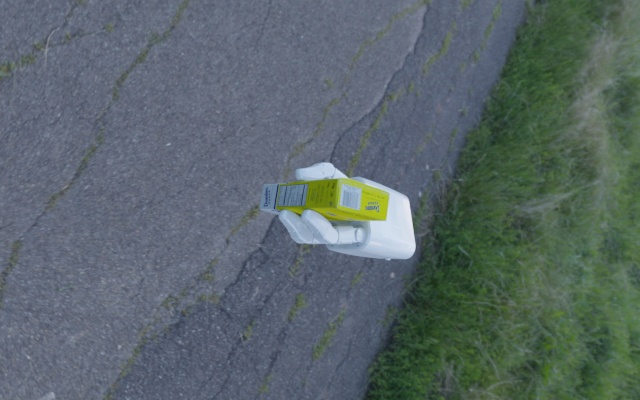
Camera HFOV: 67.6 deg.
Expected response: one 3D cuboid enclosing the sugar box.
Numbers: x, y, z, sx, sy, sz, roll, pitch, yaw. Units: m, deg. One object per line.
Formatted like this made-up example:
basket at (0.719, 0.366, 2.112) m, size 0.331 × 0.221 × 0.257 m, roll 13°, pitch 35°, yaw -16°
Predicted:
sugar box at (0.000, 0.003, 0.671) m, size 0.093 × 0.048 × 0.176 m, roll 16°, pitch -14°, yaw -37°
